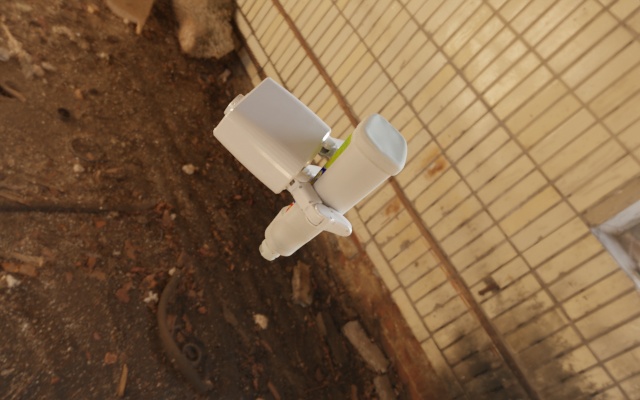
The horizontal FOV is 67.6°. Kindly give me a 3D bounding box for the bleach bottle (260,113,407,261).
[{"bbox_3d":[0.000,0.002,0.615,0.251,0.068,0.102,-44,9,30],"label":"bleach bottle"}]
